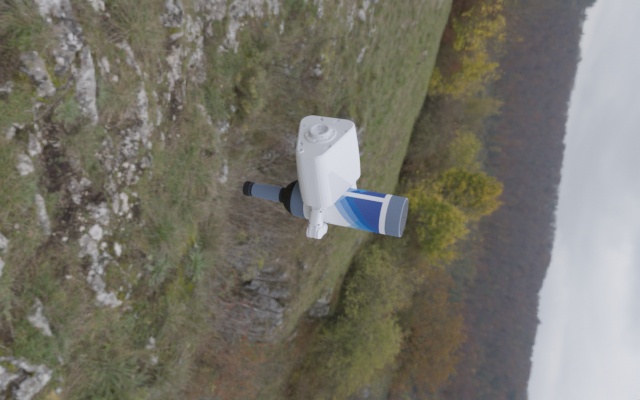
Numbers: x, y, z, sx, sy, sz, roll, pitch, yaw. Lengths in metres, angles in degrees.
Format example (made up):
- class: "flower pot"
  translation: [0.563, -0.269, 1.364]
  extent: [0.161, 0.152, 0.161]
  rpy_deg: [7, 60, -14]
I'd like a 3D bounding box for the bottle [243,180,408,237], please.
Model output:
- class: "bottle"
  translation: [0.000, 0.003, 0.833]
  extent: [0.295, 0.069, 0.069]
  rpy_deg: [10, 3, 18]
